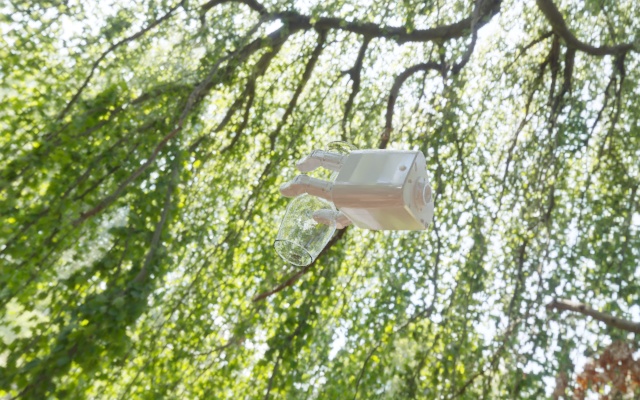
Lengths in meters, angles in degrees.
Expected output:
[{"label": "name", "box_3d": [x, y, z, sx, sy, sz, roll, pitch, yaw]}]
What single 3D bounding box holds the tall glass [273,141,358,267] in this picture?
[{"label": "tall glass", "box_3d": [0.000, 0.002, 0.728, 0.079, 0.201, 0.079, 19, -35, 14]}]
